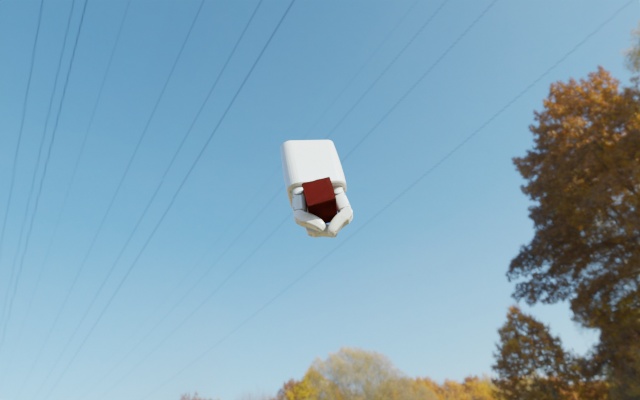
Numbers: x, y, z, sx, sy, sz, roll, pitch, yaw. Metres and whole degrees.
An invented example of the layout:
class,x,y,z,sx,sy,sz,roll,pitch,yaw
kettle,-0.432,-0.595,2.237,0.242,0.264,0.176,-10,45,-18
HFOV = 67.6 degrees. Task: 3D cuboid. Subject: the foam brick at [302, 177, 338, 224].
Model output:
class,x,y,z,sx,sy,sz,roll,pitch,yaw
foam brick,0.000,0.003,0.855,0.053,0.051,0.078,-13,-31,-2
